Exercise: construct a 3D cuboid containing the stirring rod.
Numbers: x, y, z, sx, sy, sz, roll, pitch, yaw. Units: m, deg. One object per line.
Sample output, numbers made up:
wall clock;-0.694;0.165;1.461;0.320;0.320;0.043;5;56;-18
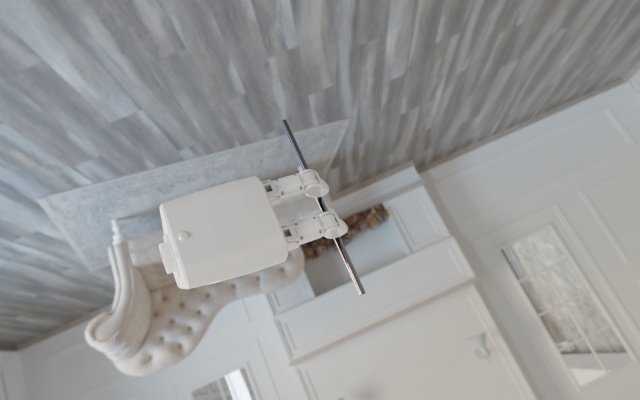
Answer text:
stirring rod;0.000;0.002;0.576;0.011;0.239;0.011;-22;-19;-8
